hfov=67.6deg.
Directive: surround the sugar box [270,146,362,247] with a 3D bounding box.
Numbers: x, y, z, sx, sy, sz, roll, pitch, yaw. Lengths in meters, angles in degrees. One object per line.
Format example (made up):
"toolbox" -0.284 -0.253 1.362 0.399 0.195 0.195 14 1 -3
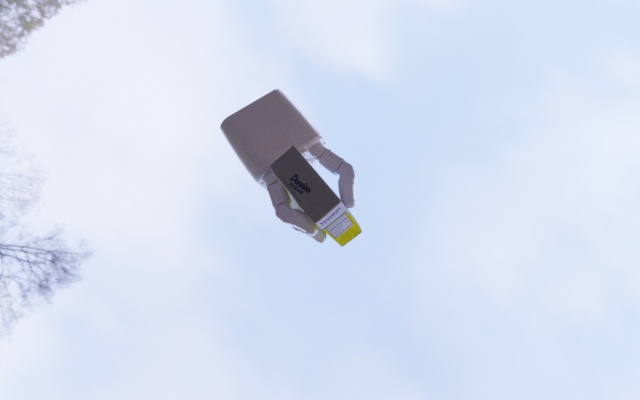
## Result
"sugar box" 0.000 0.002 0.620 0.048 0.093 0.176 -41 -20 3
